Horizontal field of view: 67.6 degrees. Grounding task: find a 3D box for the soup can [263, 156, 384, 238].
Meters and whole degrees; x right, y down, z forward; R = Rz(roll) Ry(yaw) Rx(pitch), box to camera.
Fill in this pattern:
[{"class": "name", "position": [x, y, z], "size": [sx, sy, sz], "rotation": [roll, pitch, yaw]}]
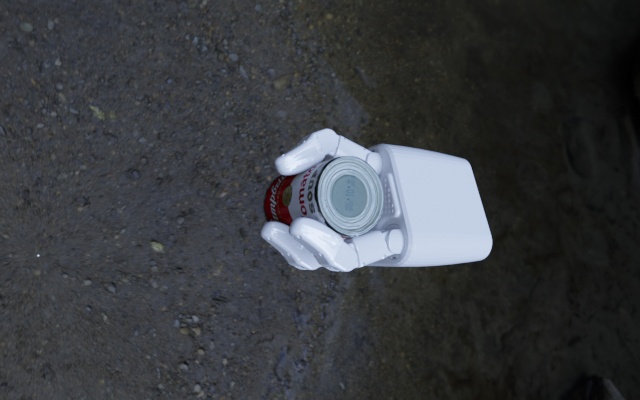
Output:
[{"class": "soup can", "position": [0.000, 0.001, 0.425], "size": [0.068, 0.068, 0.102], "rotation": [0, -6, -31]}]
